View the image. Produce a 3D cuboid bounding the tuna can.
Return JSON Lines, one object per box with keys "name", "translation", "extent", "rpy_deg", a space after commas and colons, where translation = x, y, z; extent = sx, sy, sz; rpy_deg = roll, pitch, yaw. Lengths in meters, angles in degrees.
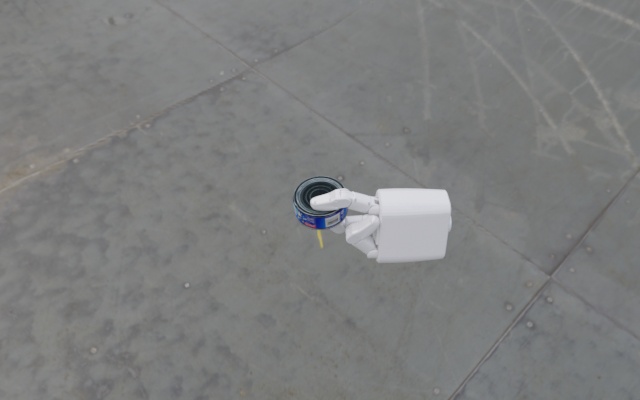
{"name": "tuna can", "translation": [0.000, 0.002, 0.743], "extent": [0.086, 0.086, 0.034], "rpy_deg": [0, -40, 4]}
